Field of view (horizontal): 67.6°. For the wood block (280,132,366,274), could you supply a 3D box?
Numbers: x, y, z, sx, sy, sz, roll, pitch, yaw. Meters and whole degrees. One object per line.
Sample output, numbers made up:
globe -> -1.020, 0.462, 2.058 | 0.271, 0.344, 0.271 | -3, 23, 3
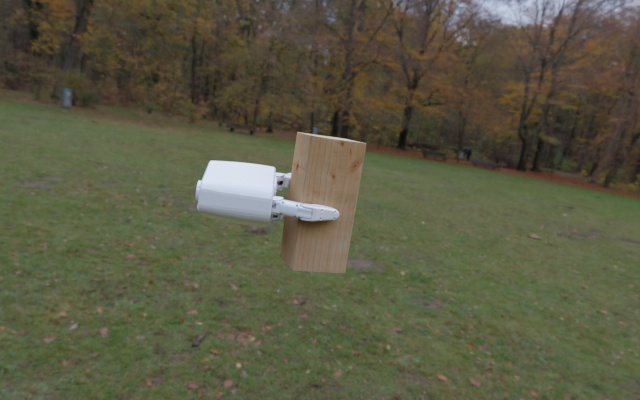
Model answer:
wood block -> 0.000, 0.002, 0.758 | 0.090, 0.206, 0.091 | 6, 10, -18
